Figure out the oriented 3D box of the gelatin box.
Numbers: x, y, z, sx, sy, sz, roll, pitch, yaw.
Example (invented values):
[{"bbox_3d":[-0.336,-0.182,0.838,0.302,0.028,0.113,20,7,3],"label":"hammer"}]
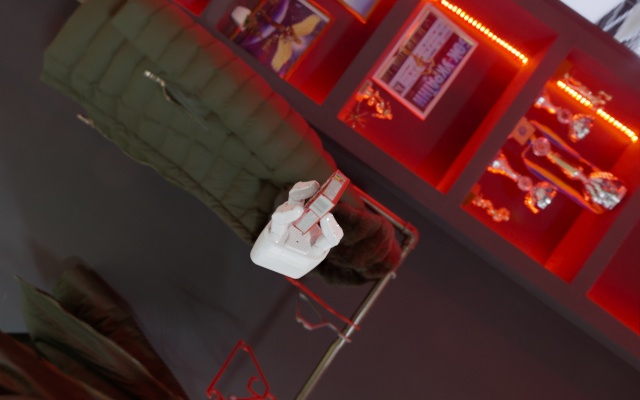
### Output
[{"bbox_3d":[0.001,0.003,0.742,0.089,0.030,0.073,-45,7,41],"label":"gelatin box"}]
